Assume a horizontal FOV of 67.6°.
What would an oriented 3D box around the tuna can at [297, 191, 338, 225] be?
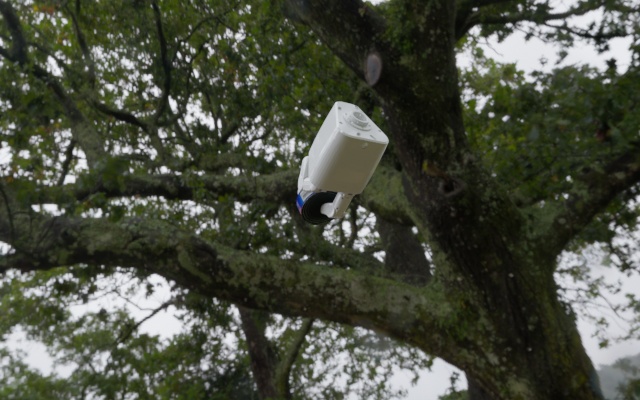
[{"bbox_3d":[0.000,0.003,0.872,0.086,0.086,0.033,0,40,-27],"label":"tuna can"}]
